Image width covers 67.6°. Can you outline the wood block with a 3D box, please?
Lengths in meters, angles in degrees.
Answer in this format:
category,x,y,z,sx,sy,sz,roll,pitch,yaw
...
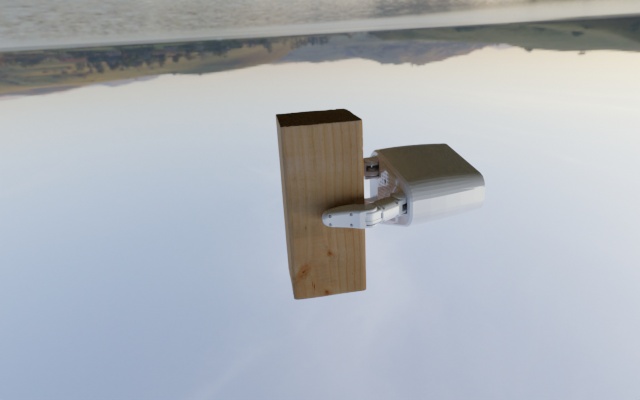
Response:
category,x,y,z,sx,sy,sz,roll,pitch,yaw
wood block,0.001,0.002,0.573,0.090,0.206,0.090,-6,19,-8
